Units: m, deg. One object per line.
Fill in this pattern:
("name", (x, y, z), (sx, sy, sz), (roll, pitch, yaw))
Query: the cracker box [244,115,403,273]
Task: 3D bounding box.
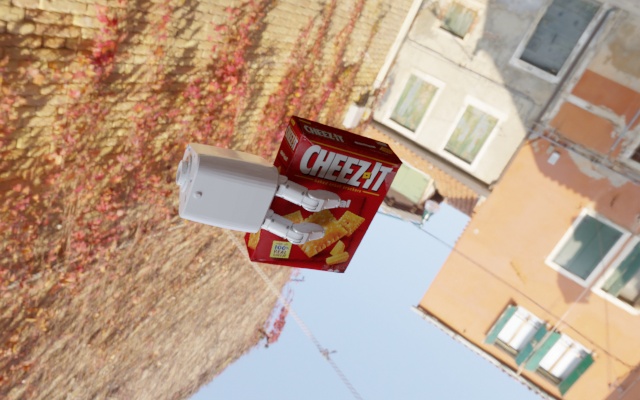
("cracker box", (0.000, 0.002, 0.707), (0.164, 0.214, 0.072), (12, 28, -26))
